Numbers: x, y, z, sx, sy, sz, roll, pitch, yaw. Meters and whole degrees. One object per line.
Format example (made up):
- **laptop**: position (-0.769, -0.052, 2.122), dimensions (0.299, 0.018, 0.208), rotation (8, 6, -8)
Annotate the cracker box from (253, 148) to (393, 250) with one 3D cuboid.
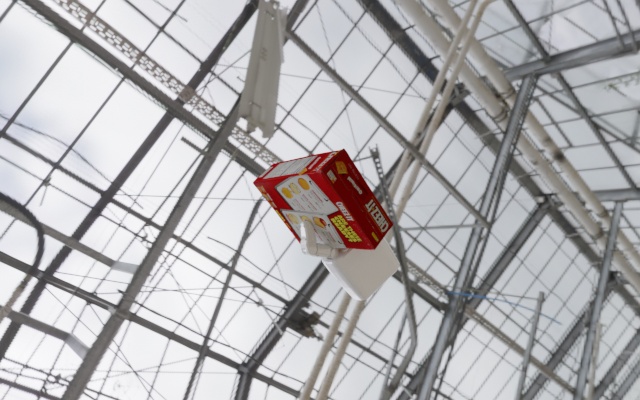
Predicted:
- **cracker box**: position (0.000, 0.003, 0.835), dimensions (0.214, 0.164, 0.072), rotation (-5, 37, 53)
